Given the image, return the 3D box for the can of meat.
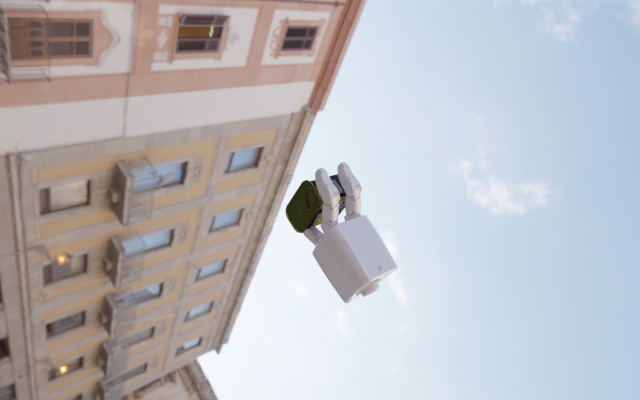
[{"bbox_3d":[0.000,0.003,0.820,0.084,0.057,0.102,-16,-27,-40],"label":"can of meat"}]
